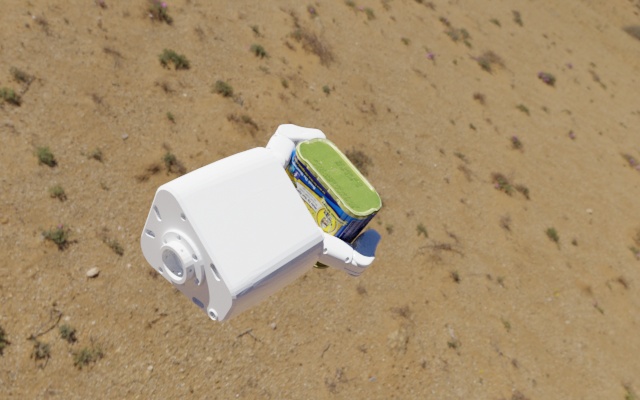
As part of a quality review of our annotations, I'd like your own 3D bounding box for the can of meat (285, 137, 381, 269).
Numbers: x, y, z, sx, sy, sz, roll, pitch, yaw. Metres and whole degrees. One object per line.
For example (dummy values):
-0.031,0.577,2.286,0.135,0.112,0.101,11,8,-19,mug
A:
0.000,0.001,0.470,0.057,0.102,0.084,-25,-22,-46,can of meat
